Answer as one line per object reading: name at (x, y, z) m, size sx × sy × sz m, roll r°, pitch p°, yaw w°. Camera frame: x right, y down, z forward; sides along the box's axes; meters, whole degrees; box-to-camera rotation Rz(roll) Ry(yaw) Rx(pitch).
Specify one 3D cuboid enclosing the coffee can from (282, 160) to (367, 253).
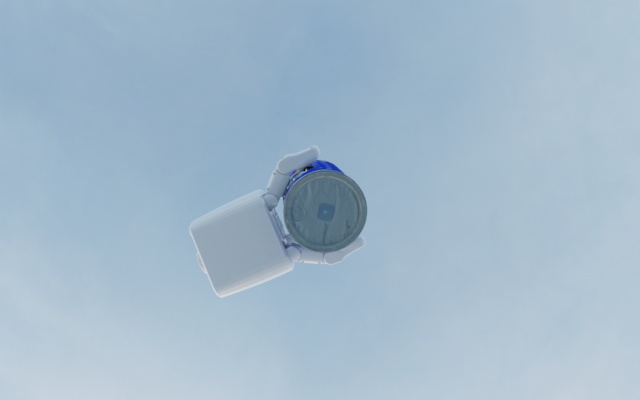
coffee can at (0.000, 0.002, 0.643) m, size 0.103 × 0.103 × 0.140 m, roll 0°, pitch 10°, yaw -5°
